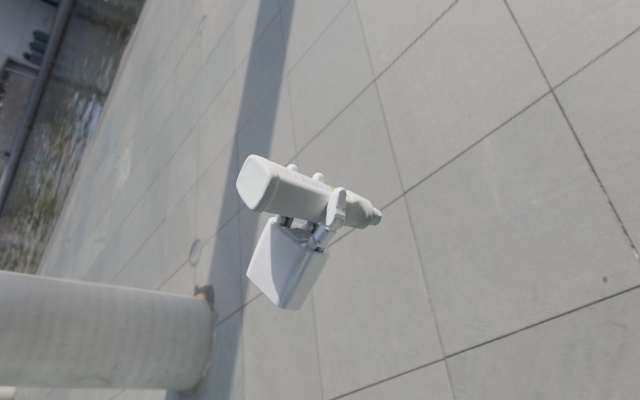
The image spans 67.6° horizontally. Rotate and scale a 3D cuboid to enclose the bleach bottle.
[{"bbox_3d":[0.000,0.002,0.746,0.251,0.068,0.102,17,16,-34],"label":"bleach bottle"}]
